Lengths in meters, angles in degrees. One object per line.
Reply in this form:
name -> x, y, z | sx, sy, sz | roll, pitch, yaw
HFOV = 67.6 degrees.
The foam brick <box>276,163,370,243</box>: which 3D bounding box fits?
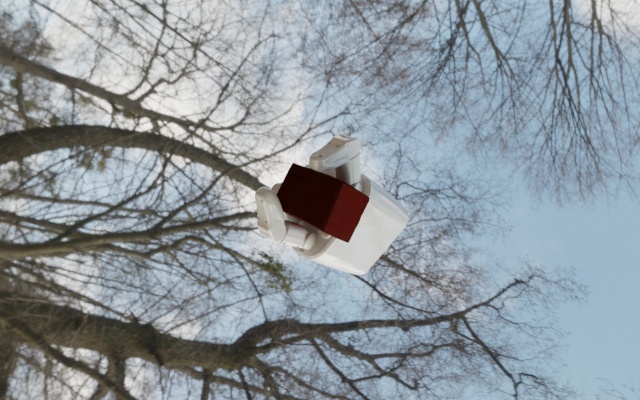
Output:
foam brick -> 0.000, 0.002, 0.488 | 0.078, 0.053, 0.051 | 24, -3, 42
